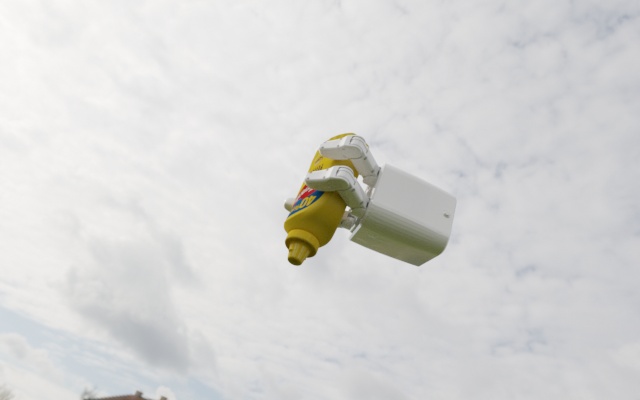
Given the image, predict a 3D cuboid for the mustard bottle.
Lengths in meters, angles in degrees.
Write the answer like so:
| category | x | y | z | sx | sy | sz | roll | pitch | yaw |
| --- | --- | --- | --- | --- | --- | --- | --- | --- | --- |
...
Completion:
| category | x | y | z | sx | sy | sz | roll | pitch | yaw |
| --- | --- | --- | --- | --- | --- | --- | --- | --- | --- |
| mustard bottle | 0.000 | 0.002 | 0.611 | 0.058 | 0.191 | 0.096 | 39 | -40 | -20 |
